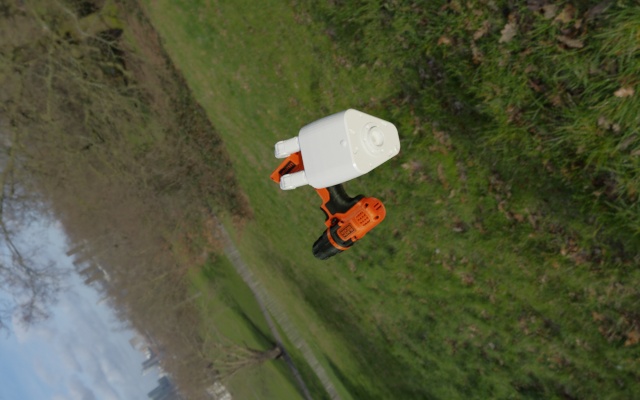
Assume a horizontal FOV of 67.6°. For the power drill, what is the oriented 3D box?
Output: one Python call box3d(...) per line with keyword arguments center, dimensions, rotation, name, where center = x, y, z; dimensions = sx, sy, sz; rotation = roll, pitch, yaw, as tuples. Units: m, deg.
box3d(center=(0.000, 0.002, 0.831), dimensions=(0.184, 0.187, 0.057), rotation=(-42, -1, 41), name="power drill")
